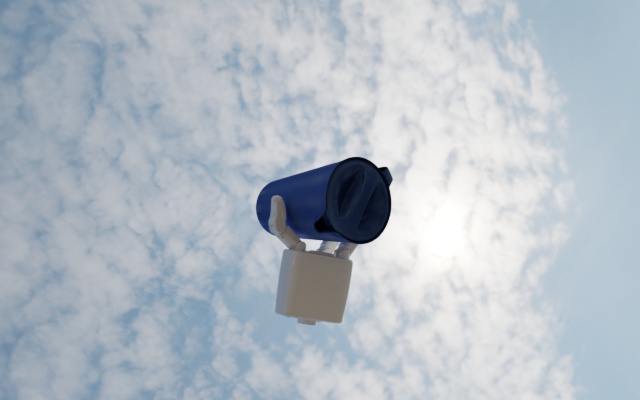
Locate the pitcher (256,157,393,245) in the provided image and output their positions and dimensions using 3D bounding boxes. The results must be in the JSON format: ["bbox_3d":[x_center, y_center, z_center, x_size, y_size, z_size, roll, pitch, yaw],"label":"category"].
[{"bbox_3d":[0.000,0.003,0.815,0.149,0.145,0.243,17,-14,-35],"label":"pitcher"}]
